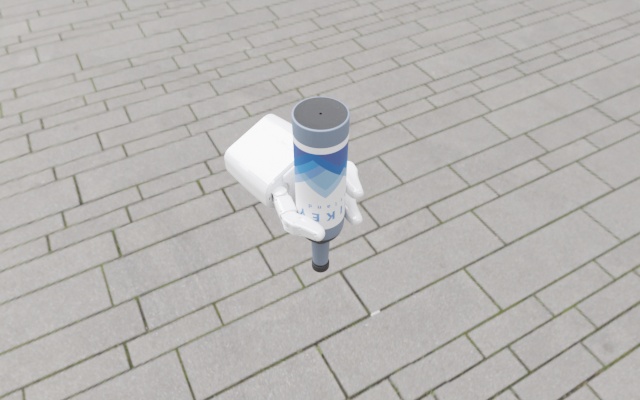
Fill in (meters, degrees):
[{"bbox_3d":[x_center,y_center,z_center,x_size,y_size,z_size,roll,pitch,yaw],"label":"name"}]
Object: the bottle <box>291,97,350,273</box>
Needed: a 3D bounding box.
[{"bbox_3d":[0.000,0.002,0.647,0.069,0.069,0.296,0,-43,0],"label":"bottle"}]
